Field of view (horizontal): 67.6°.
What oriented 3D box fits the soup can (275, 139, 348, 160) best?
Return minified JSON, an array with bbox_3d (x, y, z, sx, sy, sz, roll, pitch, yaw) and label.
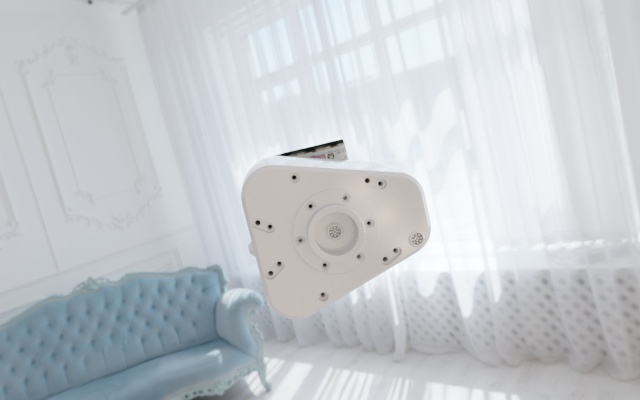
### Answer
[{"bbox_3d":[0.000,0.001,0.435,0.068,0.102,0.068,-13,6,2],"label":"soup can"}]
